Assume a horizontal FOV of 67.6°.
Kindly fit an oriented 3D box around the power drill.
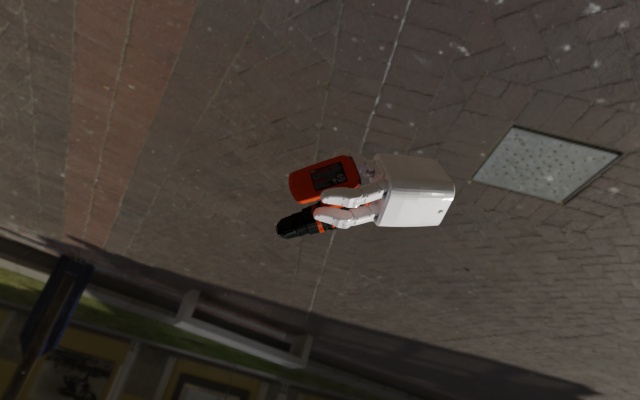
[{"bbox_3d":[0.000,0.002,0.792,0.184,0.057,0.188,-20,-20,0],"label":"power drill"}]
